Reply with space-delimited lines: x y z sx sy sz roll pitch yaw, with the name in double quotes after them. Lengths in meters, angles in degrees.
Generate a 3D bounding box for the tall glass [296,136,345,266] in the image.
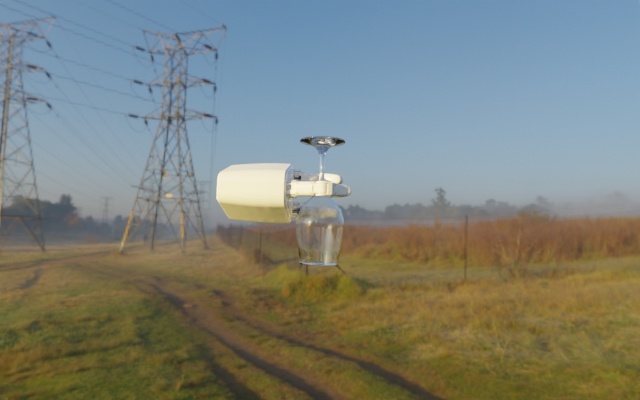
0.000 0.002 0.768 0.079 0.201 0.079 2 -5 0 "tall glass"
